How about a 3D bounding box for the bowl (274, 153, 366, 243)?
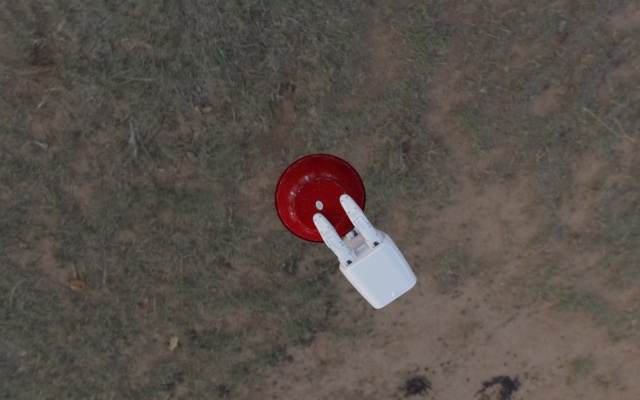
[{"bbox_3d":[-0.001,0.002,0.814,0.162,0.162,0.055,0,12,-1],"label":"bowl"}]
